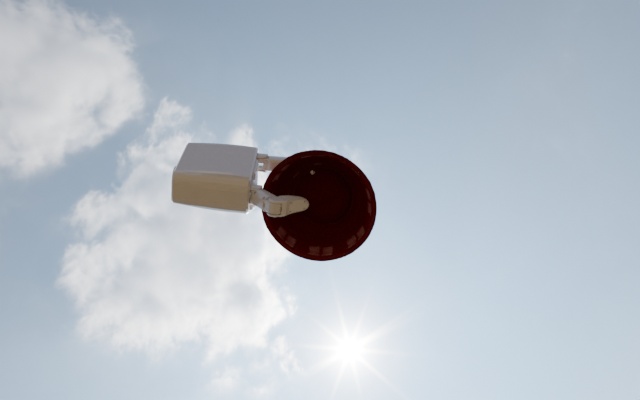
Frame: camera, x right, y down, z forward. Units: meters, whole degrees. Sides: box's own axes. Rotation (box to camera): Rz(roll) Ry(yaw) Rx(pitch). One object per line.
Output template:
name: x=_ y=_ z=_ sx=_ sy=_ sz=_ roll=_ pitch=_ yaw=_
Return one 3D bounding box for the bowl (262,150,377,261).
bowl: x=0.001 y=0.003 z=0.679 sx=0.162 sy=0.162 sz=0.055 roll=0 pitch=18 yaw=9
